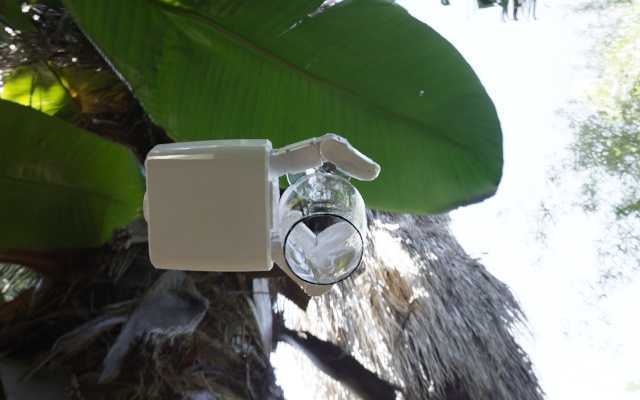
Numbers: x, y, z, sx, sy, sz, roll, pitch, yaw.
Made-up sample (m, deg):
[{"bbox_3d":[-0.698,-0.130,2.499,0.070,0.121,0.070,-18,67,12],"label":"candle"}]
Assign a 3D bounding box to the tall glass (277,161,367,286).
[{"bbox_3d":[0.000,0.001,0.451,0.079,0.079,0.201,0,21,-2],"label":"tall glass"}]
